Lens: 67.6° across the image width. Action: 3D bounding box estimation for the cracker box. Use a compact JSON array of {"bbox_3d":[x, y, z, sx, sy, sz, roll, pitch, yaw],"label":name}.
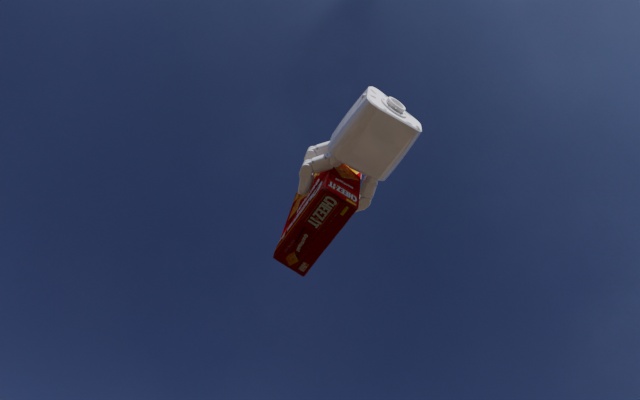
[{"bbox_3d":[0.000,0.003,0.838,0.072,0.164,0.213,31,28,-9],"label":"cracker box"}]
